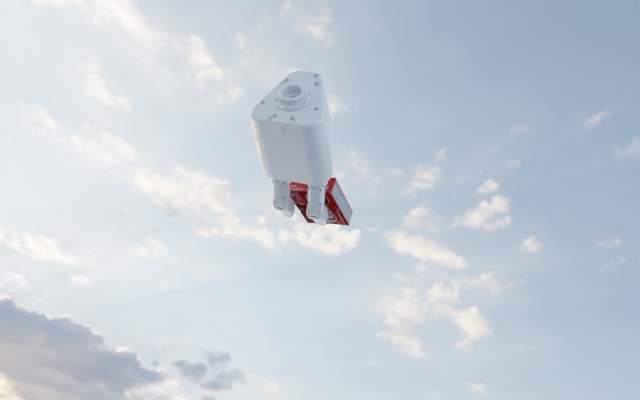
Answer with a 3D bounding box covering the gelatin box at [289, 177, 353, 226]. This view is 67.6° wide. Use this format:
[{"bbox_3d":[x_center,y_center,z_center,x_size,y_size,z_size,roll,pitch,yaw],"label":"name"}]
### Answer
[{"bbox_3d":[0.000,0.002,0.720,0.073,0.030,0.089,2,-34,26],"label":"gelatin box"}]
